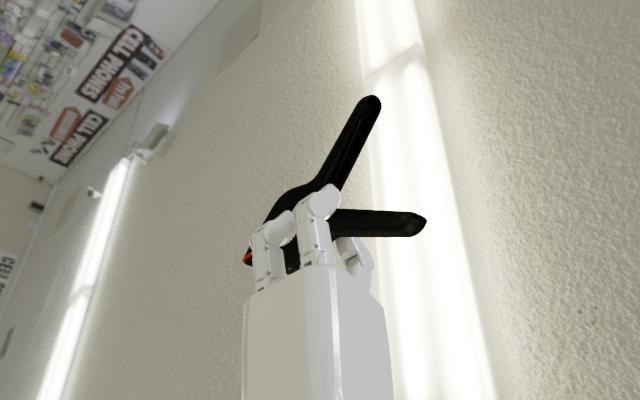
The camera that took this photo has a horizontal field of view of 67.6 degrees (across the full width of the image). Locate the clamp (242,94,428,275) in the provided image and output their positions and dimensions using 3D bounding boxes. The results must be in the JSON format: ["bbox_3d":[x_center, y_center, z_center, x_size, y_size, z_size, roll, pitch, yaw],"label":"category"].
[{"bbox_3d":[0.000,0.002,0.465,0.036,0.164,0.210,29,-48,-36],"label":"clamp"}]
